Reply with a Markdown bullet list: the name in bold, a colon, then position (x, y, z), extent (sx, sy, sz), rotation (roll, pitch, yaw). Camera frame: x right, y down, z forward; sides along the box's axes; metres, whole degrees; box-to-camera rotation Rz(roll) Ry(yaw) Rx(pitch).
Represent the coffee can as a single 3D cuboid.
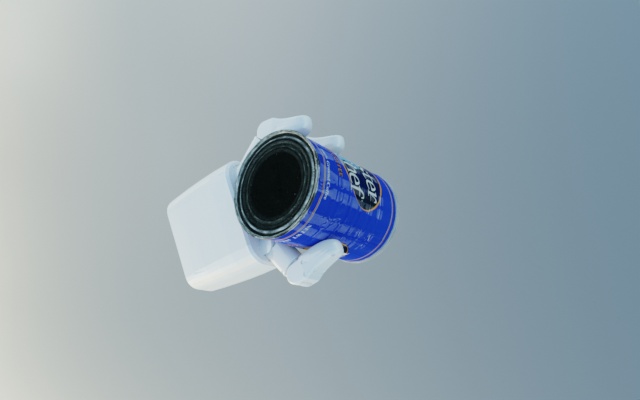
- **coffee can**: position (0.000, 0.002, 0.478), extent (0.103, 0.102, 0.140), rotation (0, -14, 39)
